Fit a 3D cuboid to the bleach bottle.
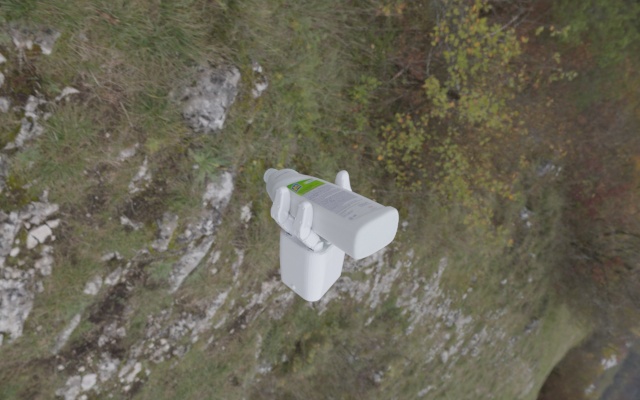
[{"bbox_3d":[0.000,0.003,0.789,0.102,0.068,0.250,-24,40,-37],"label":"bleach bottle"}]
